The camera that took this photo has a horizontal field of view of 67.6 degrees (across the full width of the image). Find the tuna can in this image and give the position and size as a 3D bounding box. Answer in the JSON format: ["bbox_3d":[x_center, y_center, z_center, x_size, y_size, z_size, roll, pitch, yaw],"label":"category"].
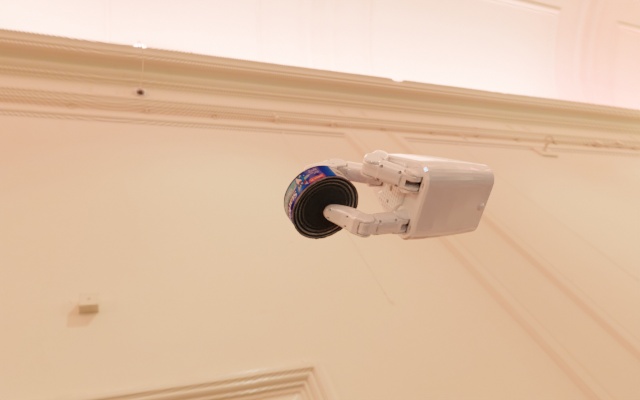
[{"bbox_3d":[0.000,0.002,0.570,0.086,0.086,0.033,0,31,-30],"label":"tuna can"}]
